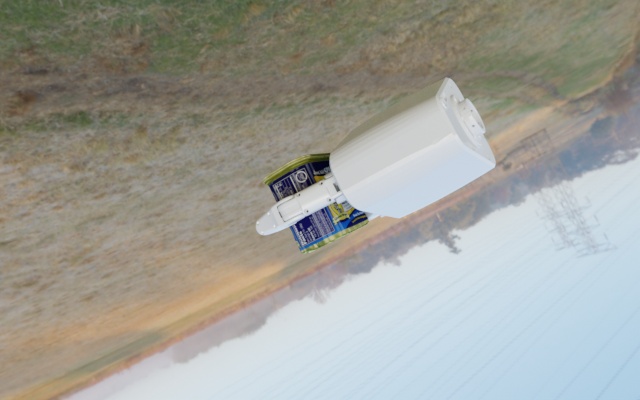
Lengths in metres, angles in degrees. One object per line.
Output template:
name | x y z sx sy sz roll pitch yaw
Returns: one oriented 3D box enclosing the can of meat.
can of meat | 0.000 0.002 0.485 0.057 0.084 0.102 -29 -6 26
